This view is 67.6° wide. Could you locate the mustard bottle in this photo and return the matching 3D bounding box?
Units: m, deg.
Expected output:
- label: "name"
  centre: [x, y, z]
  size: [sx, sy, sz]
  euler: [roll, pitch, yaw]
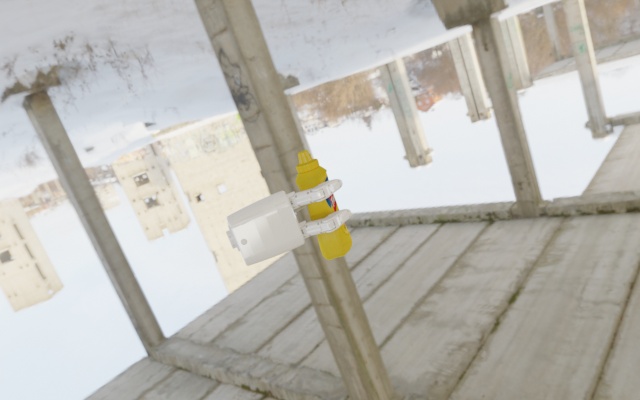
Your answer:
- label: "mustard bottle"
  centre: [0.001, 0.003, 0.849]
  size: [0.058, 0.192, 0.096]
  euler: [-17, 14, 12]
